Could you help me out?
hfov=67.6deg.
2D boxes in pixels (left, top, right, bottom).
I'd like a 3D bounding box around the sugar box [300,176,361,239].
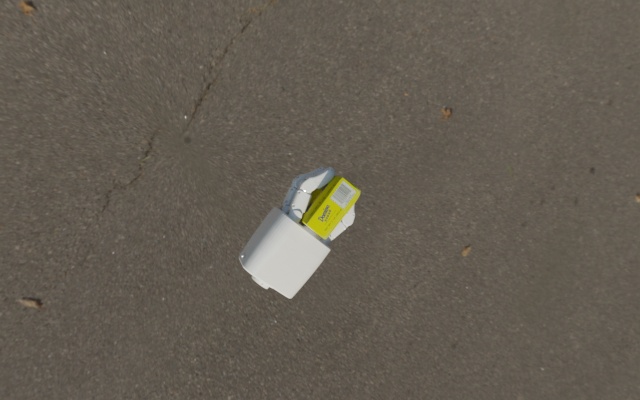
[{"bbox_3d":[0.000,0.002,0.795,0.048,0.093,0.176,39,-5,-16],"label":"sugar box"}]
